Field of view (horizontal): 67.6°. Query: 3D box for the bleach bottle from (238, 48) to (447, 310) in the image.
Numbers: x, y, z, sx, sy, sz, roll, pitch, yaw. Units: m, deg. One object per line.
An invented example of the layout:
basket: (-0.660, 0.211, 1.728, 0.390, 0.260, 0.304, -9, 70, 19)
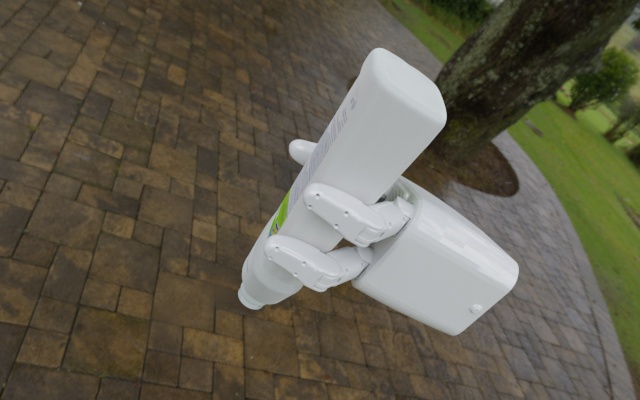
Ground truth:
bleach bottle: (0.000, 0.001, 0.405, 0.068, 0.251, 0.102, 31, 30, -11)
